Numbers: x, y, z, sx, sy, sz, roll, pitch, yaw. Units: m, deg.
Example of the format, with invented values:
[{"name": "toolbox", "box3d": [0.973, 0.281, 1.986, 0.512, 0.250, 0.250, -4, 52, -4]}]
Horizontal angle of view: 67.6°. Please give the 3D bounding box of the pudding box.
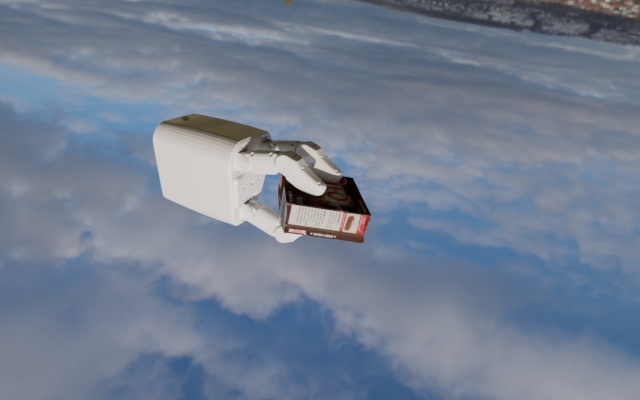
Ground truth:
[{"name": "pudding box", "box3d": [0.000, 0.002, 0.534, 0.090, 0.039, 0.113, 8, 25, -11]}]
